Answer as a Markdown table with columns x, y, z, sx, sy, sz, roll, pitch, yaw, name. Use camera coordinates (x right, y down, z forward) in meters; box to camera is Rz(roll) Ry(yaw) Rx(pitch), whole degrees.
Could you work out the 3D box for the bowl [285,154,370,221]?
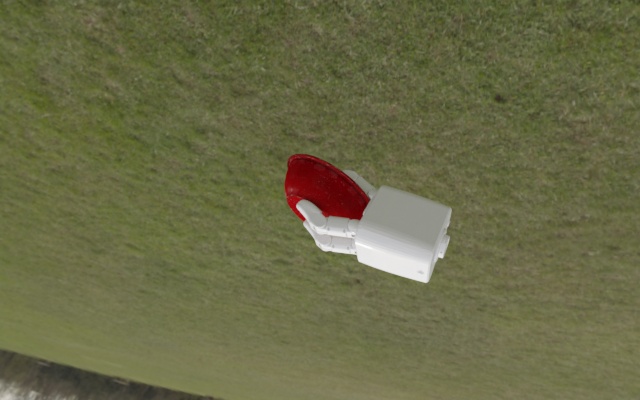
| x | y | z | sx | sy | sz | roll | pitch | yaw | name |
| --- | --- | --- | --- | --- | --- | --- | --- | --- | --- |
| -0.001 | 0.002 | 0.740 | 0.162 | 0.055 | 0.162 | 31 | -22 | 14 | bowl |
